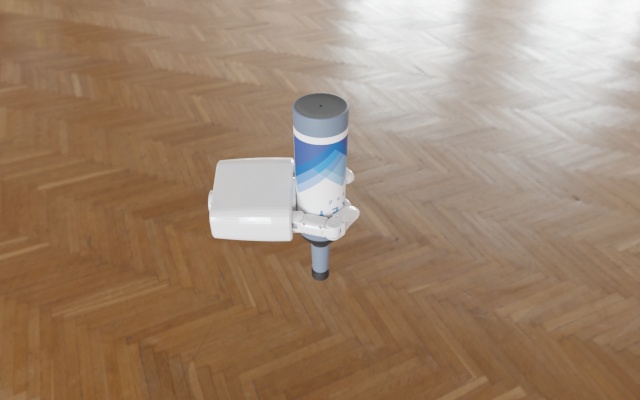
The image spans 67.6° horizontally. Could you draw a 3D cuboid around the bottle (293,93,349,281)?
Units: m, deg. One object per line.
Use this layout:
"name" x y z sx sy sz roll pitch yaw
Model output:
"bottle" 0.000 0.002 0.653 0.069 0.296 0.069 0 40 0
